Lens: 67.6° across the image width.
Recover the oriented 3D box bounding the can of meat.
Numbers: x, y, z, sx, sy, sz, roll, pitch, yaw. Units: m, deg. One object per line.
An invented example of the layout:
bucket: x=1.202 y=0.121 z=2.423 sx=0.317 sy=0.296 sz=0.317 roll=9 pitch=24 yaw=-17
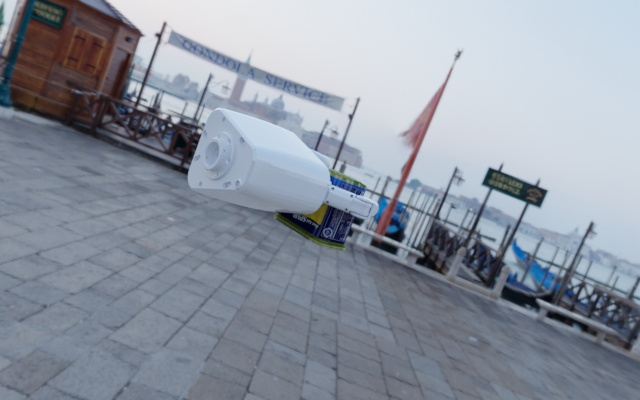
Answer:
can of meat: x=0.000 y=0.002 z=0.584 sx=0.057 sy=0.084 sz=0.102 roll=16 pitch=8 yaw=-44
